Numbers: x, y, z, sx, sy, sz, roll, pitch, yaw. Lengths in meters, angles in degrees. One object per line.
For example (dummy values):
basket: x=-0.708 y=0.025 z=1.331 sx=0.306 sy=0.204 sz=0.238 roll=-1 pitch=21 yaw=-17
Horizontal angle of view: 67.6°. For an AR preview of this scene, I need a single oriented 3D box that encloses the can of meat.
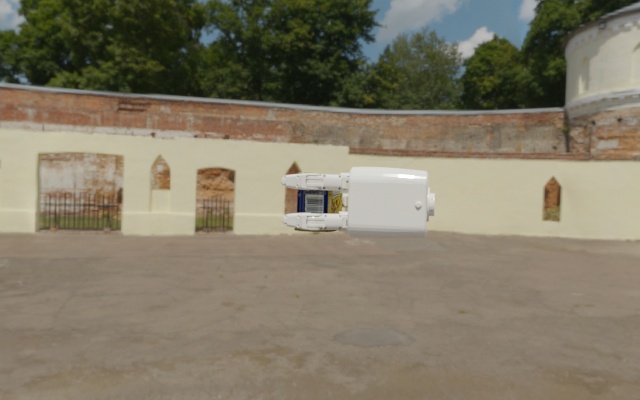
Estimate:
can of meat: x=0.000 y=0.002 z=0.716 sx=0.057 sy=0.084 sz=0.102 roll=2 pitch=1 yaw=16
